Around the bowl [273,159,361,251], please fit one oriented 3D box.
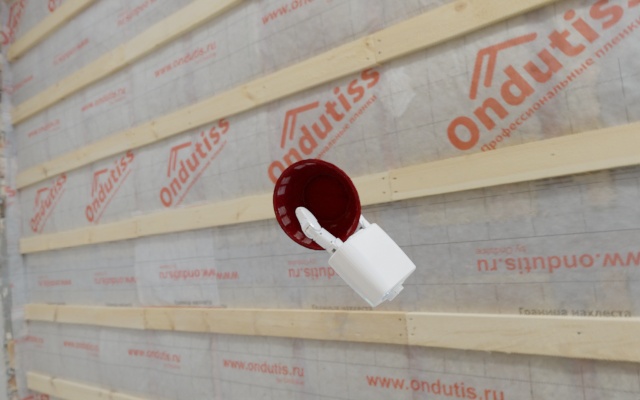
[{"bbox_3d":[0.000,0.002,0.832,0.162,0.162,0.055,0,15,22],"label":"bowl"}]
